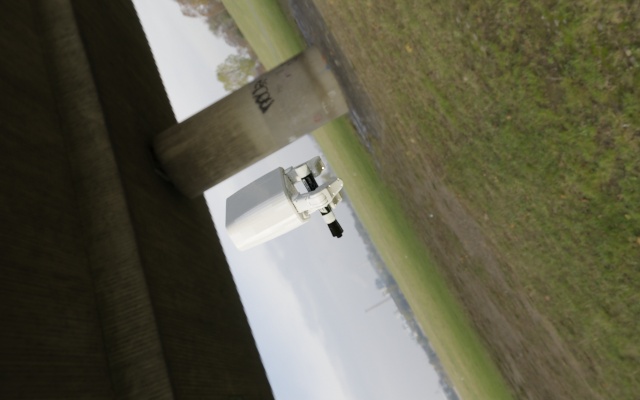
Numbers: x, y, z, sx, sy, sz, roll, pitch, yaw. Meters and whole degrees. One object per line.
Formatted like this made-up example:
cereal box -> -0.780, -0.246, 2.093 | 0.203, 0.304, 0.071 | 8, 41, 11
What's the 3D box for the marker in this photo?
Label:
marker -> 0.000, 0.002, 0.688 | 0.020, 0.121, 0.020 | -28, 13, 7
